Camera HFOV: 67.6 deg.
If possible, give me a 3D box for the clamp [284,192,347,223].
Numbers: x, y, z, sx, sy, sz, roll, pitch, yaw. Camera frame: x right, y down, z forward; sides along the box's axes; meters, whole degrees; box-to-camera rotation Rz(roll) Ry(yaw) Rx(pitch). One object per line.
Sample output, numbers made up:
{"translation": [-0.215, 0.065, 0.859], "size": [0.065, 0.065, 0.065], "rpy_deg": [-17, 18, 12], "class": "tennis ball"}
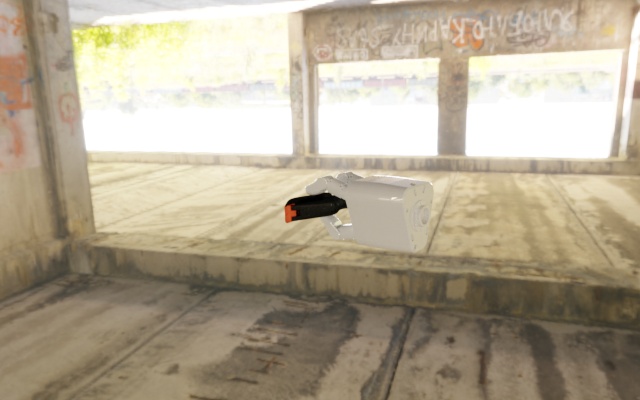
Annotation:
{"translation": [0.000, 0.004, 0.839], "size": [0.164, 0.036, 0.210], "rpy_deg": [5, 13, 42], "class": "clamp"}
